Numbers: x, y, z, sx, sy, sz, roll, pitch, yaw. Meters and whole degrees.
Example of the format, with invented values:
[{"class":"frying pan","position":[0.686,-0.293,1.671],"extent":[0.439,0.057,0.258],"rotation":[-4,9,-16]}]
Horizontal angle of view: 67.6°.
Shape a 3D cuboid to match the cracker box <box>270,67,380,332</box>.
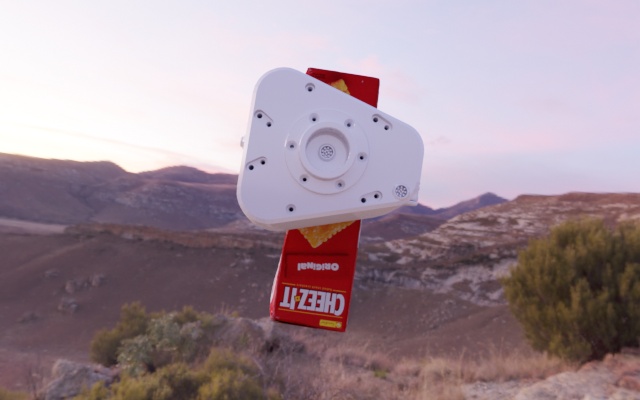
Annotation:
[{"class":"cracker box","position":[0.000,0.001,0.469],"extent":[0.072,0.213,0.164],"rotation":[9,-3,-2]}]
